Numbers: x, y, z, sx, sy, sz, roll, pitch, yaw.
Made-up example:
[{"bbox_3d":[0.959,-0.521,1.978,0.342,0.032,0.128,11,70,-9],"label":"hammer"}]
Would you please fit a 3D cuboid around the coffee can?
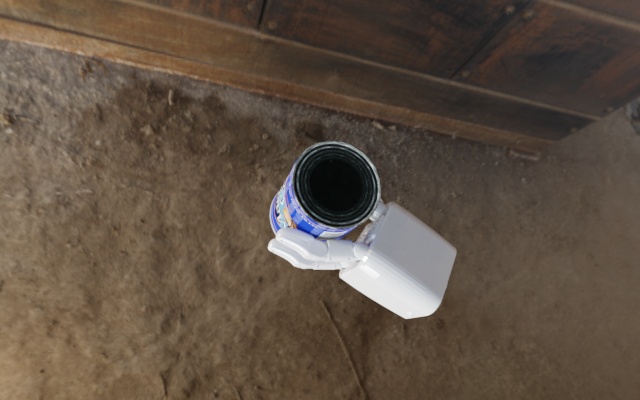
[{"bbox_3d":[0.000,0.002,0.585,0.103,0.102,0.140,0,-17,-16],"label":"coffee can"}]
